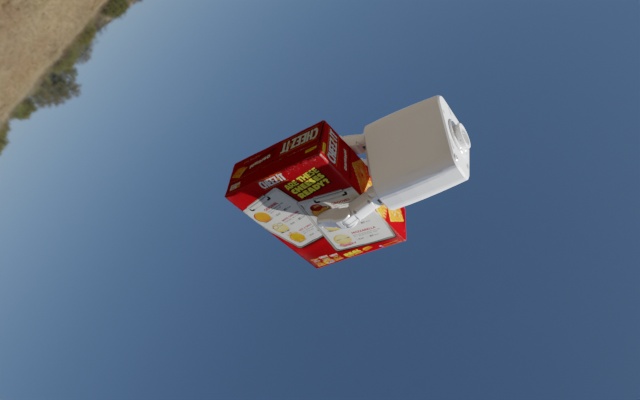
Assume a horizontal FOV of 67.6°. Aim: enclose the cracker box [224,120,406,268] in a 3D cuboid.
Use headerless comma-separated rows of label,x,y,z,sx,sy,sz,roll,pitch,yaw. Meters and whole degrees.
cracker box,0.000,0.002,0.683,0.164,0.072,0.214,-22,-46,30
